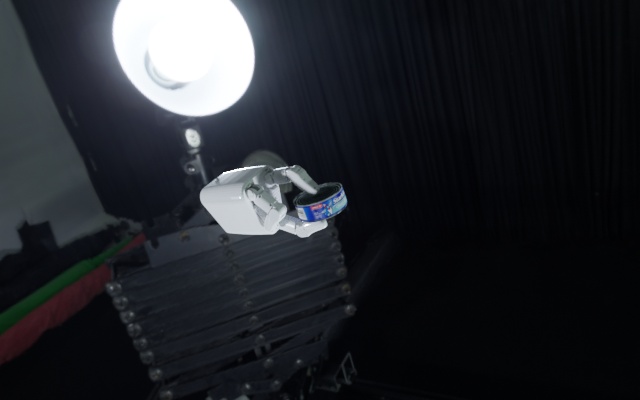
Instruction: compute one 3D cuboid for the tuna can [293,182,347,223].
[{"bbox_3d":[0.000,0.003,0.792,0.086,0.034,0.086,-18,19,6],"label":"tuna can"}]
